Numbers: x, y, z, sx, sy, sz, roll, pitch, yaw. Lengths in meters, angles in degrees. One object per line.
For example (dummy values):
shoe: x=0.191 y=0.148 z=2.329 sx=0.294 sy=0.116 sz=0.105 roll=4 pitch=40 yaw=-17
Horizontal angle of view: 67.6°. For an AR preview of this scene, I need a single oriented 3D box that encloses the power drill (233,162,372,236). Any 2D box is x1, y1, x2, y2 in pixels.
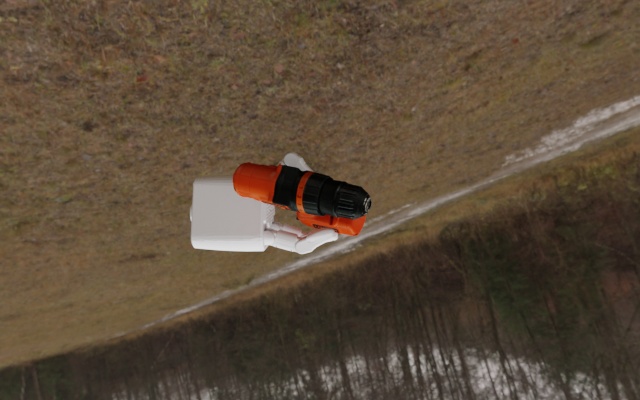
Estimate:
power drill: x=0.000 y=0.002 z=0.643 sx=0.184 sy=0.057 sz=0.188 roll=14 pitch=-9 yaw=25
